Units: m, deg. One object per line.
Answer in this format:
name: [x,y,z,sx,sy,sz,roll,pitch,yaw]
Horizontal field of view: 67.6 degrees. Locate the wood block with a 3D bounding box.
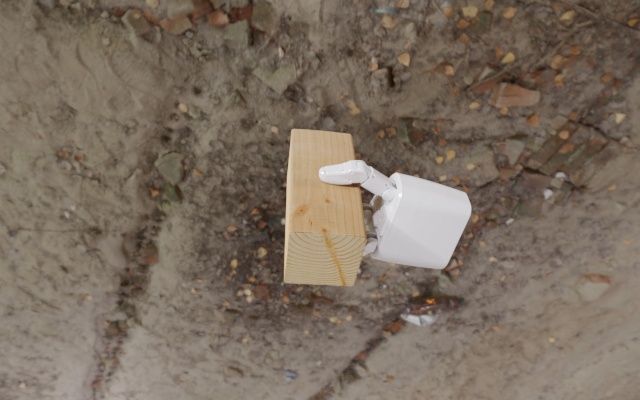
wood block: [0.001,0.002,0.633,0.090,0.091,0.206,4,41,-7]
